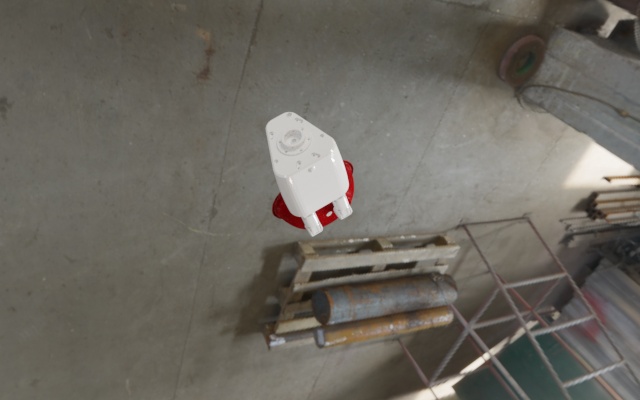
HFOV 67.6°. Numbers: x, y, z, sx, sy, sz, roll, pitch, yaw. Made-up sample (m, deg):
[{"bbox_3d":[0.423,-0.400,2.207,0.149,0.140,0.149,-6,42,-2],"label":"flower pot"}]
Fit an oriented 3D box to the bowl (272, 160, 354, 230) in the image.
[{"bbox_3d":[0.001,0.003,0.819,0.162,0.055,0.162,-27,-22,-12],"label":"bowl"}]
